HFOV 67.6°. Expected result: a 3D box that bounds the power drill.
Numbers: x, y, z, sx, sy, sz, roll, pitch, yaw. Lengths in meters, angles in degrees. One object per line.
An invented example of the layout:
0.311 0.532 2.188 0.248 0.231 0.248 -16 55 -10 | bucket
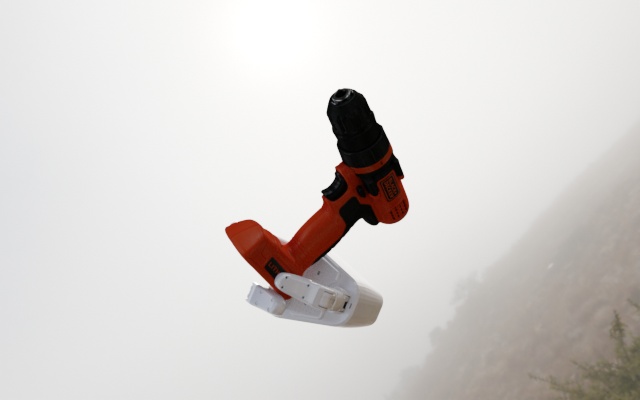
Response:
0.000 0.002 0.485 0.187 0.185 0.057 -38 44 -6 | power drill
